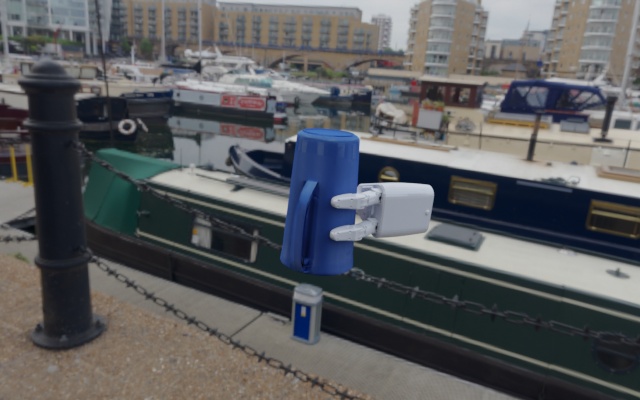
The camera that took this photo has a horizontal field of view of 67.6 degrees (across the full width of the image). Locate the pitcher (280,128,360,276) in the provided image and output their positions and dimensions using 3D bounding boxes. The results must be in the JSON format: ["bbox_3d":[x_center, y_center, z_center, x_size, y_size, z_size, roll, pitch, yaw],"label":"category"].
[{"bbox_3d":[0.000,0.003,0.830,0.145,0.243,0.149,-1,16,-23],"label":"pitcher"}]
